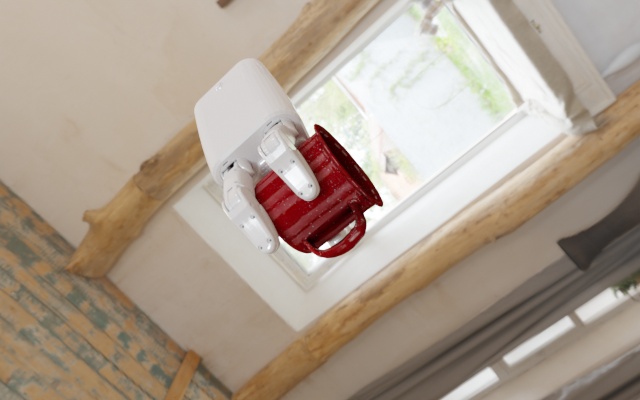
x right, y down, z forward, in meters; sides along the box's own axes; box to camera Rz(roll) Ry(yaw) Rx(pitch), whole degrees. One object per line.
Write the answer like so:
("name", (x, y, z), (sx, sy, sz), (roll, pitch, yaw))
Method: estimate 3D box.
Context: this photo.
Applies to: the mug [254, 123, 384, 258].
("mug", (0.000, 0.003, 0.417), (0.081, 0.117, 0.093), (-39, -41, 13))
